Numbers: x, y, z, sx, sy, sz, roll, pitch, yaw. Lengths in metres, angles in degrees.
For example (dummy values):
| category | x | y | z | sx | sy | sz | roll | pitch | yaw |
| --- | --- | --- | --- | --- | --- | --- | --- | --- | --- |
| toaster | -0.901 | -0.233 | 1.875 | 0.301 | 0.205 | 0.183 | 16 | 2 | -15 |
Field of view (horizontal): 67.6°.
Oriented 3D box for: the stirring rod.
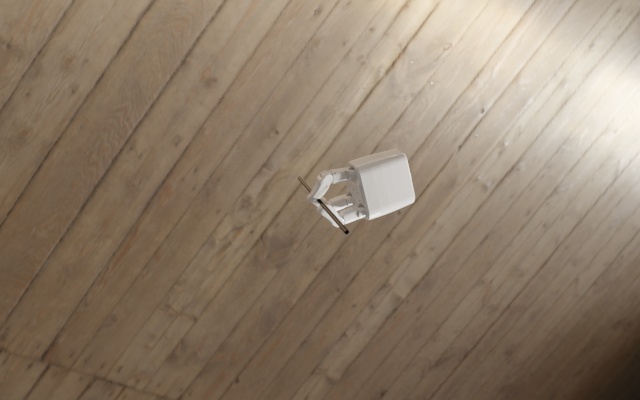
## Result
| category | x | y | z | sx | sy | sz | roll | pitch | yaw |
| --- | --- | --- | --- | --- | --- | --- | --- | --- | --- |
| stirring rod | 0.000 | 0.003 | 0.889 | 0.011 | 0.011 | 0.239 | 0 | 24 | -23 |
